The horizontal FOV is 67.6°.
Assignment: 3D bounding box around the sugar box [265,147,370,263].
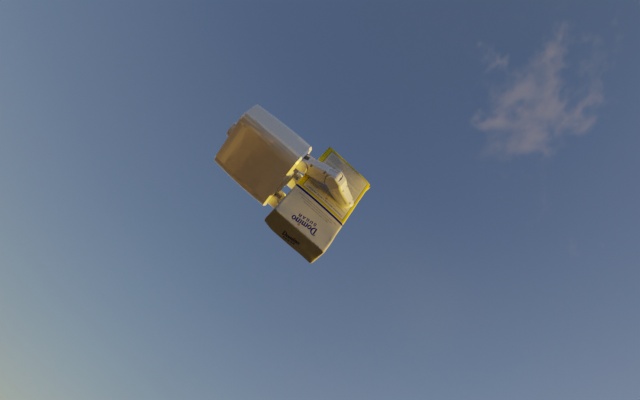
[{"bbox_3d":[0.000,0.002,0.717,0.048,0.093,0.176,-45,4,47],"label":"sugar box"}]
